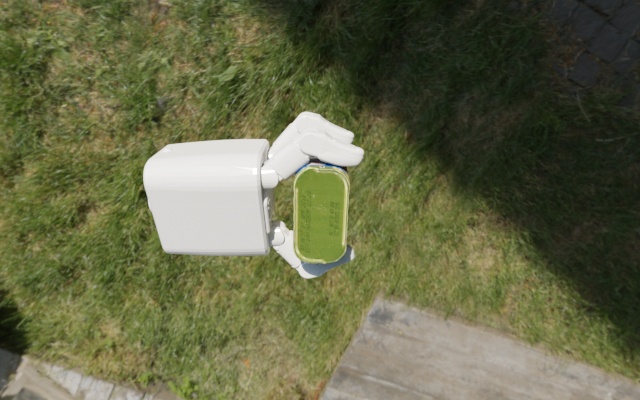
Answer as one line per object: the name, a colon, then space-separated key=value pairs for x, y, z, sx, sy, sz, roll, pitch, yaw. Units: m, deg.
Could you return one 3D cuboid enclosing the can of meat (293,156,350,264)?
can of meat: x=0.000 y=0.002 z=0.477 sx=0.057 sy=0.102 sz=0.084 roll=1 pitch=21 yaw=0
